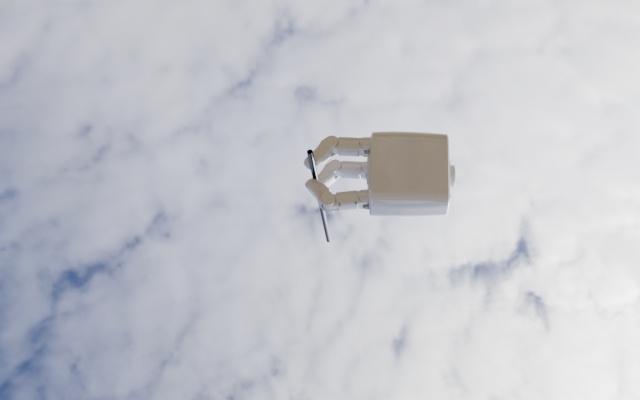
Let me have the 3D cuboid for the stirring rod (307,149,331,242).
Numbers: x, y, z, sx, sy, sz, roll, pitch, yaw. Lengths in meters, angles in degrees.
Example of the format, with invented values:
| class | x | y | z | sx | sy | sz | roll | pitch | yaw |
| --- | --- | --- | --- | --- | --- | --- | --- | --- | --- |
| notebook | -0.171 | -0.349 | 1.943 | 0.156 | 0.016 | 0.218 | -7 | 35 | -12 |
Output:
| class | x | y | z | sx | sy | sz | roll | pitch | yaw |
| --- | --- | --- | --- | --- | --- | --- | --- | --- | --- |
| stirring rod | 0.000 | 0.002 | 0.727 | 0.011 | 0.011 | 0.240 | 0 | -34 | 8 |
